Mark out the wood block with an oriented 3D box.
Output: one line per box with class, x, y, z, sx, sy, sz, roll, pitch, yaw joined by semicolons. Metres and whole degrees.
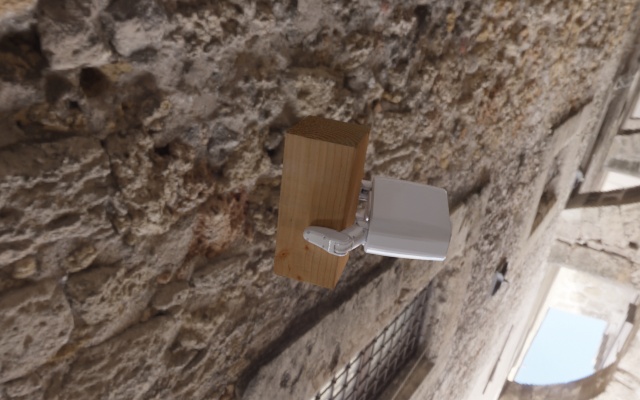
wood block;0.000;0.002;0.643;0.090;0.206;0.090;14;27;12
